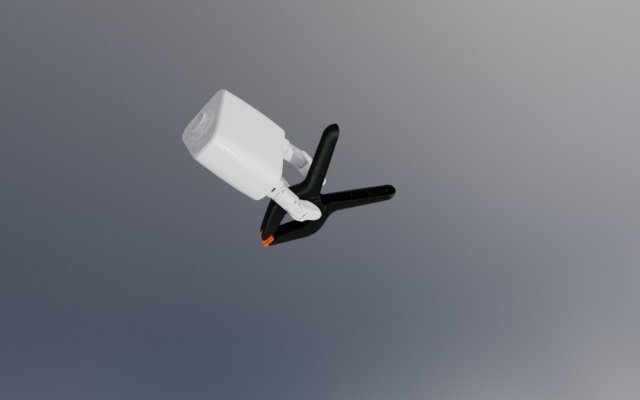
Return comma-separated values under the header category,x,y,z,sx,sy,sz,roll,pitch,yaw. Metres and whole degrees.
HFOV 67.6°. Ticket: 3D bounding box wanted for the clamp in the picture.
category,x,y,z,sx,sy,sz,roll,pitch,yaw
clamp,0.000,0.003,0.706,0.165,0.210,0.036,35,22,-34
